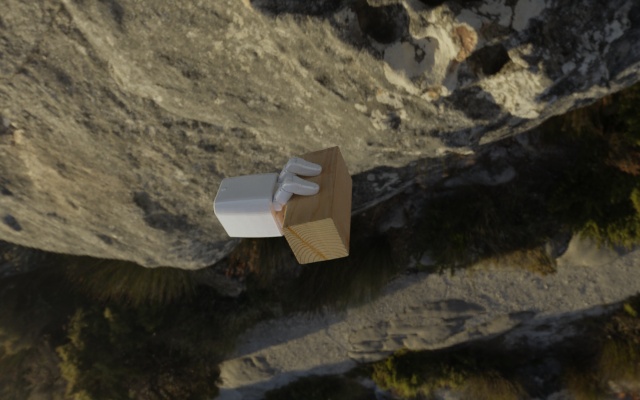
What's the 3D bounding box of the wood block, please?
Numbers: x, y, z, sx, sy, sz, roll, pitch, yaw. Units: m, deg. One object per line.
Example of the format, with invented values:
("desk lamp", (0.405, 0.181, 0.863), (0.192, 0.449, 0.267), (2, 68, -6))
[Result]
("wood block", (0.000, 0.003, 0.858), (0.090, 0.091, 0.206), (-12, 37, 16))
